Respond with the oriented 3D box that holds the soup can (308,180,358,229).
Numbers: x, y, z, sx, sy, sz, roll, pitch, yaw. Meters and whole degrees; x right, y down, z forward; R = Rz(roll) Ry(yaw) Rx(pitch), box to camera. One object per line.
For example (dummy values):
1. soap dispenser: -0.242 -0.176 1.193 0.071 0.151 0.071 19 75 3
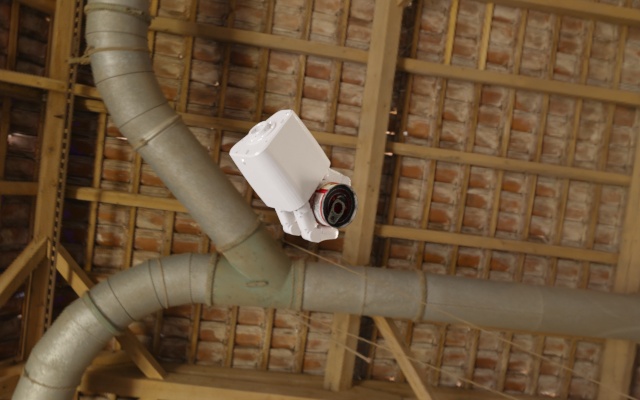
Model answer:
1. soup can: 0.000 0.003 0.746 0.068 0.068 0.102 0 7 -37
